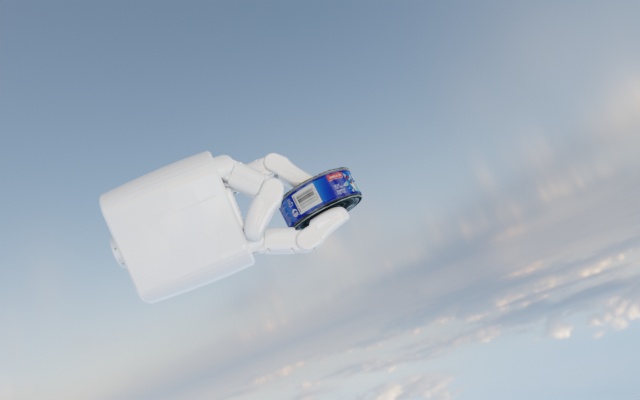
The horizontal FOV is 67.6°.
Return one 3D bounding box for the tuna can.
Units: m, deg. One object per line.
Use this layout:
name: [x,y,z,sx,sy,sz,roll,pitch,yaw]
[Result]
tuna can: [0.000,0.002,0.499,0.086,0.033,0.086,-26,-13,-7]
